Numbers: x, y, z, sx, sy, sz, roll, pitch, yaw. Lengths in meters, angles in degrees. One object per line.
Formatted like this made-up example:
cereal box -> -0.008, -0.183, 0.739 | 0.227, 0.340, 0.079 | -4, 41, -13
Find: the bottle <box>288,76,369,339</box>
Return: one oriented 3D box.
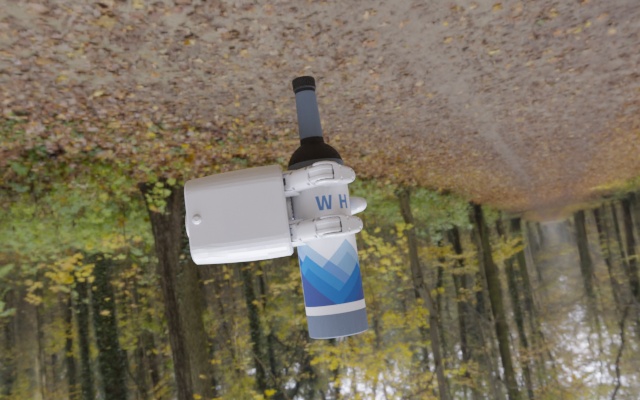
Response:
bottle -> 0.000, 0.002, 0.547 | 0.069, 0.295, 0.069 | -8, -7, -1
